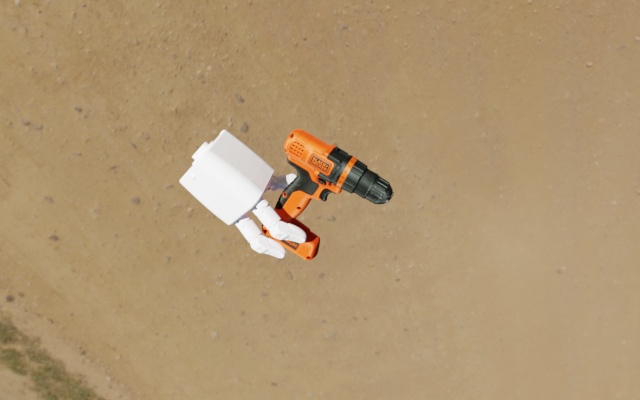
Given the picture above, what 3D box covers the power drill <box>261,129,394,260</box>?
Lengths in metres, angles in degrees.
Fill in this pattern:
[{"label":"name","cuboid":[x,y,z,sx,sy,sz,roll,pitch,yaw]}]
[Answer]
[{"label":"power drill","cuboid":[0.000,0.003,0.765,0.184,0.188,0.057,32,25,6]}]
